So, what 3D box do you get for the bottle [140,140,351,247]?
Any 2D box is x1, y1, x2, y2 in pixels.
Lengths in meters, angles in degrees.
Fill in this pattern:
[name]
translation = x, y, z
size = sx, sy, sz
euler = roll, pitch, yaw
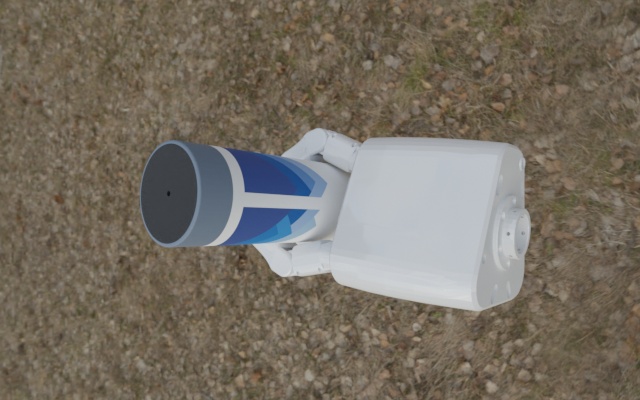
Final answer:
[bottle]
translation = 0.000, 0.001, 0.406
size = 0.069, 0.069, 0.296
euler = 0, -2, 40
